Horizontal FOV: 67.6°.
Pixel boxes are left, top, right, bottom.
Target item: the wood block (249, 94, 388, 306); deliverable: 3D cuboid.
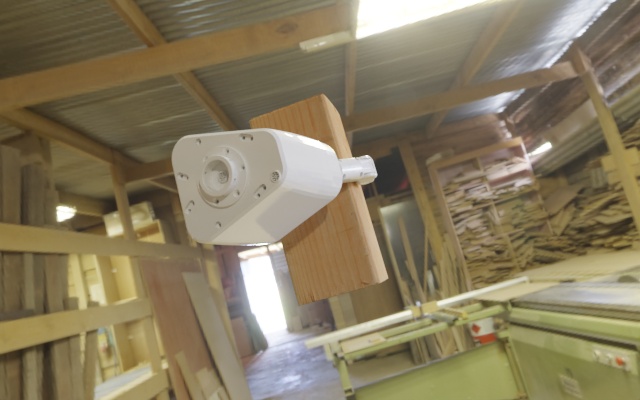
[{"bbox_3d":[0.000,0.001,0.534,0.091,0.206,0.090,-17,-9,11],"label":"wood block"}]
